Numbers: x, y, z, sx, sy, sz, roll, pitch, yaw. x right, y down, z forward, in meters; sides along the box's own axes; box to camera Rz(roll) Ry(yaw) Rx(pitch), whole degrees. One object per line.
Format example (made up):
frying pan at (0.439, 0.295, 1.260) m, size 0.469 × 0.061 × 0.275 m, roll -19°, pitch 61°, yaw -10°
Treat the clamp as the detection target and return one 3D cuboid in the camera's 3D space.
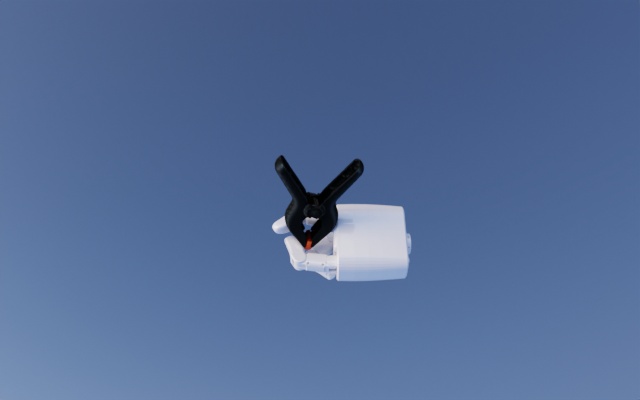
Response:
clamp at (0.000, 0.003, 0.687) m, size 0.120 × 0.172 × 0.039 m, roll -1°, pitch 45°, yaw 1°
